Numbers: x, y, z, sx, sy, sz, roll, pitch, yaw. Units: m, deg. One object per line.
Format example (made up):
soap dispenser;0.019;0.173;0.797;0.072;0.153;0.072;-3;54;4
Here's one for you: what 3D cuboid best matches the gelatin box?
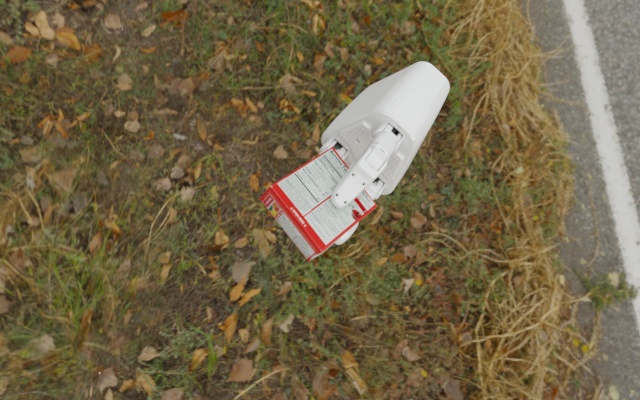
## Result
gelatin box;0.000;0.001;0.442;0.089;0.073;0.030;-36;-3;-38
